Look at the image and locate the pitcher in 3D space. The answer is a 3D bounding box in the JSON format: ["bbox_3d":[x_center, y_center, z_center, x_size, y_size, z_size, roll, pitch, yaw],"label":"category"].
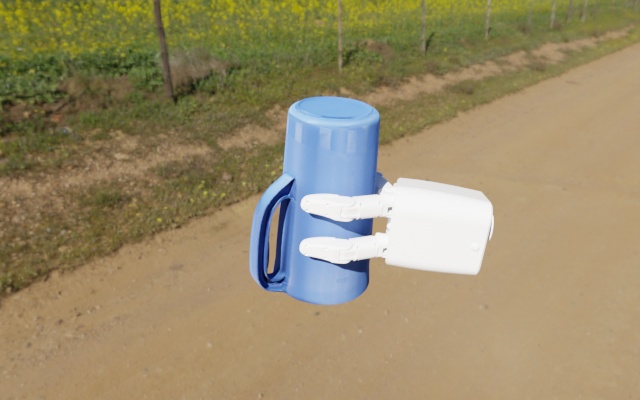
[{"bbox_3d":[0.000,0.002,0.599,0.145,0.243,0.149,8,27,9],"label":"pitcher"}]
